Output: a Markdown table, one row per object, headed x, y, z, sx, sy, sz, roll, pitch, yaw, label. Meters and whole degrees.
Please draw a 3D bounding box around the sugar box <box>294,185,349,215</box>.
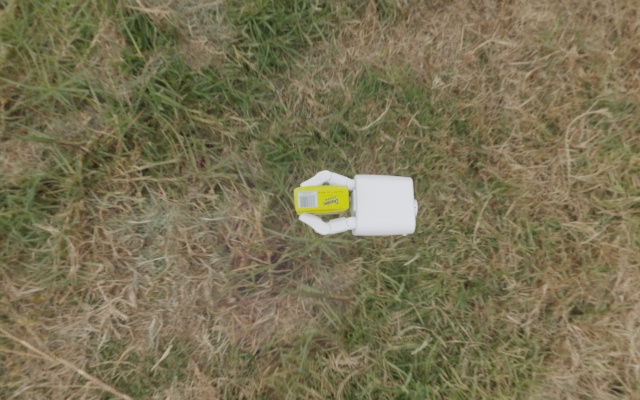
| x | y | z | sx | sy | sz | roll | pitch | yaw | label |
| --- | --- | --- | --- | --- | --- | --- | --- | --- | --- |
| 0.000 | 0.003 | 0.887 | 0.093 | 0.048 | 0.176 | -2 | -7 | -1 | sugar box |
